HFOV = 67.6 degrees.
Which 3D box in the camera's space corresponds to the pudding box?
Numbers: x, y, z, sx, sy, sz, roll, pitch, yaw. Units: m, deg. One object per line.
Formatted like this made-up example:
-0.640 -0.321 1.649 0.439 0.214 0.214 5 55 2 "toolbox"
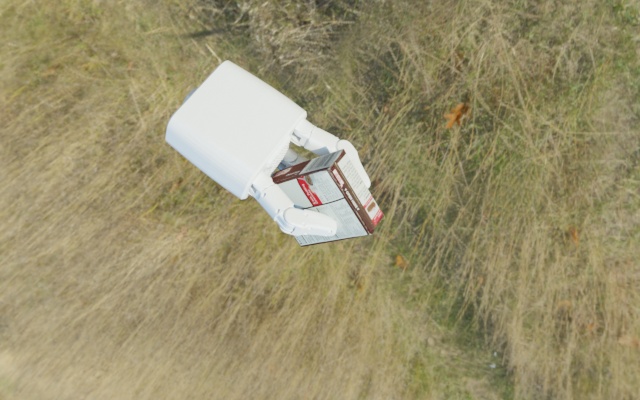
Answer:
0.000 0.002 0.525 0.113 0.090 0.039 -13 28 45 "pudding box"
